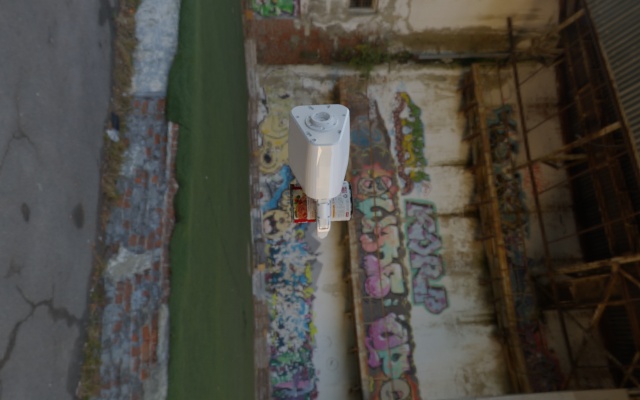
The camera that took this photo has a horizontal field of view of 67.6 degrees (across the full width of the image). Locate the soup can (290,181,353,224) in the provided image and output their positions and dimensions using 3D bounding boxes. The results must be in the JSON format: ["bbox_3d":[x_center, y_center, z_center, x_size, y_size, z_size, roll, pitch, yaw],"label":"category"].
[{"bbox_3d":[0.000,0.003,0.810,0.102,0.068,0.068,-3,0,-5],"label":"soup can"}]
